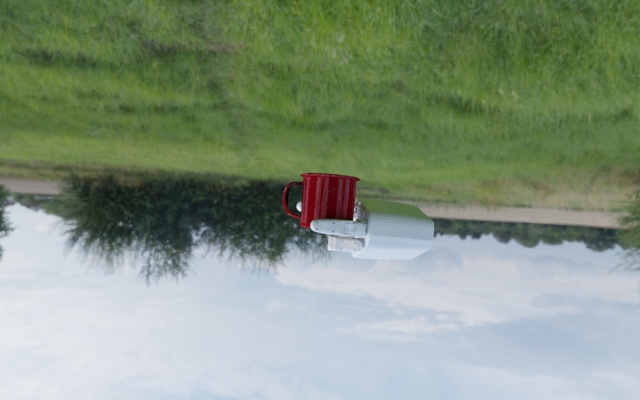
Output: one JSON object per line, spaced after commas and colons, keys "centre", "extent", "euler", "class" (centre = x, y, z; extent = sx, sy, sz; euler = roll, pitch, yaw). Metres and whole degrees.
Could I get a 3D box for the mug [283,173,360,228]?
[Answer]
{"centre": [-0.001, 0.002, 0.734], "extent": [0.117, 0.081, 0.093], "euler": [5, -3, -9], "class": "mug"}
